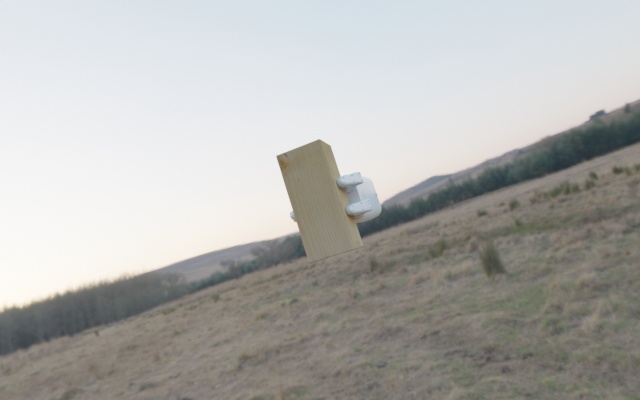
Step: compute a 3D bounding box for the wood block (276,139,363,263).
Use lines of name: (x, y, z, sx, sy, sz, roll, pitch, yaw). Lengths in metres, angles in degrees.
wood block: (0.000, 0.003, 0.893, 0.091, 0.206, 0.090, -20, -7, 14)
